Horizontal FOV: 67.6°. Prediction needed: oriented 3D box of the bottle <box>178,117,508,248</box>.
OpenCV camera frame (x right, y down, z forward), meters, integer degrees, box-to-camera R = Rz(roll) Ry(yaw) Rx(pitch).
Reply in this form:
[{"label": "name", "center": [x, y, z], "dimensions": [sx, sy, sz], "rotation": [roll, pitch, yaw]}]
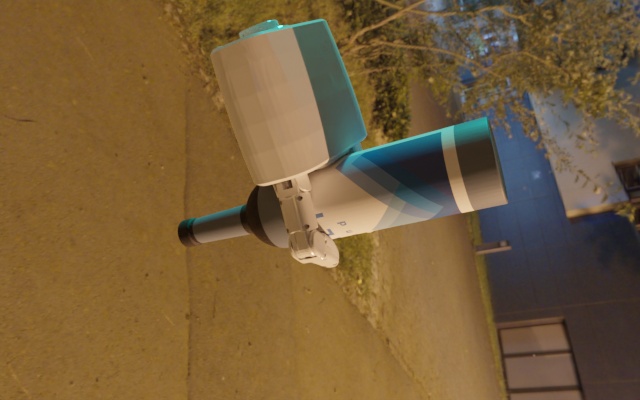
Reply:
[{"label": "bottle", "center": [0.000, 0.001, 0.412], "dimensions": [0.296, 0.069, 0.069], "rotation": [-13, -5, 23]}]
